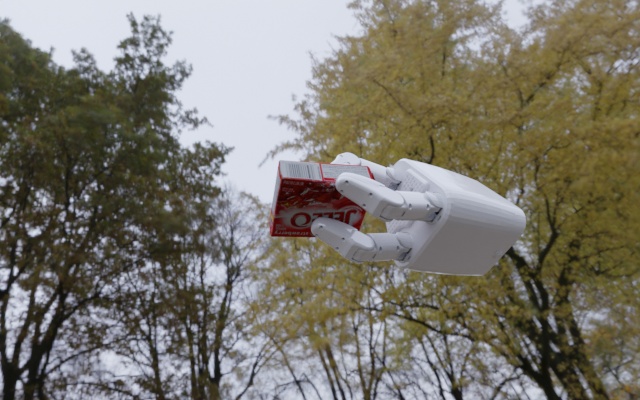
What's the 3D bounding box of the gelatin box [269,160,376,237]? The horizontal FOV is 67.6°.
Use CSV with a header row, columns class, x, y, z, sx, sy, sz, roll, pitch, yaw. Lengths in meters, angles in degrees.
class,x,y,z,sx,sy,sz,roll,pitch,yaw
gelatin box,0.000,0.001,0.451,0.089,0.073,0.030,3,41,-14
